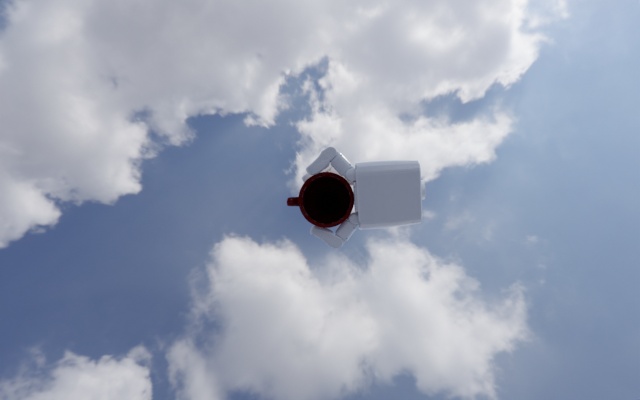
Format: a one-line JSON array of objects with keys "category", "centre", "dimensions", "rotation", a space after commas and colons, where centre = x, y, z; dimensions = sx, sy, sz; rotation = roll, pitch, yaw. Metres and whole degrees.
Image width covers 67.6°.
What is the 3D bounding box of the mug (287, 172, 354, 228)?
[{"category": "mug", "centre": [-0.001, 0.003, 0.828], "dimensions": [0.117, 0.093, 0.081], "rotation": [-4, -5, 3]}]
